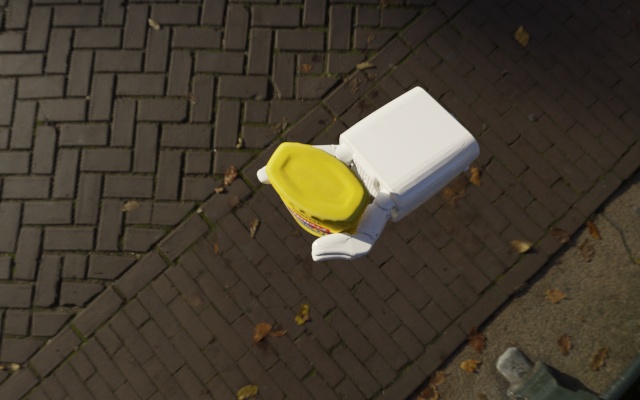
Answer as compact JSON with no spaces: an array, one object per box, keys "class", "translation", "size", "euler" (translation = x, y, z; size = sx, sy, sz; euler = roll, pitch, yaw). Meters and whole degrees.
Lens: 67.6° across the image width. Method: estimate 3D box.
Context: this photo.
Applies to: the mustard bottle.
[{"class":"mustard bottle","translation":[0.000,0.002,0.508],"size":[0.096,0.058,0.192],"euler":[30,-9,8]}]
